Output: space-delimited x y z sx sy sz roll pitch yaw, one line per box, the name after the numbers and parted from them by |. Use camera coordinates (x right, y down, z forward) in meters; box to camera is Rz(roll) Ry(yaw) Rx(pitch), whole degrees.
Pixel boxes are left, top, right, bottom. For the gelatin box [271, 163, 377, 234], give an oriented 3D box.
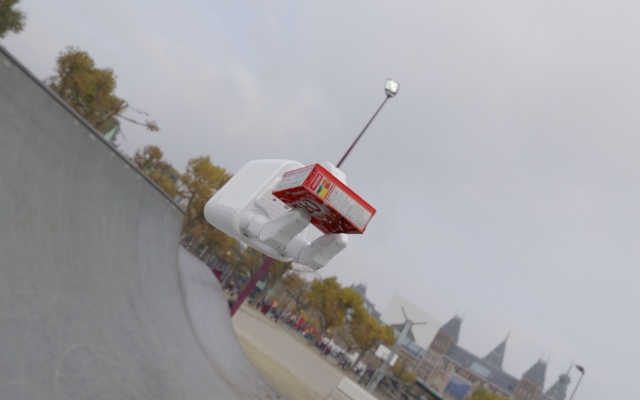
0.000 0.001 0.459 0.073 0.030 0.089 38 -18 -18 | gelatin box
